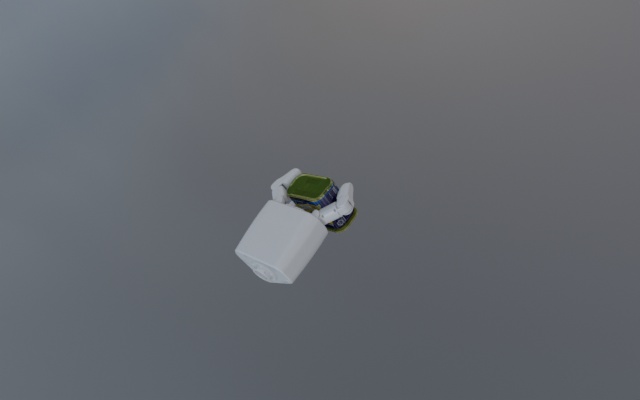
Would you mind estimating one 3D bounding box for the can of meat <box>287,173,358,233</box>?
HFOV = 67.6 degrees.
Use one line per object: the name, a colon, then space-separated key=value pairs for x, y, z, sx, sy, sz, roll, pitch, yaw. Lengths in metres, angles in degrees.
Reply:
can of meat: x=0.000 y=0.002 z=0.819 sx=0.102 sy=0.057 sz=0.084 roll=12 pitch=-32 yaw=49
